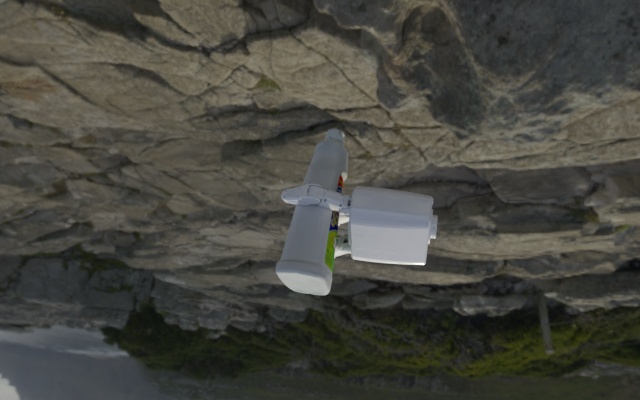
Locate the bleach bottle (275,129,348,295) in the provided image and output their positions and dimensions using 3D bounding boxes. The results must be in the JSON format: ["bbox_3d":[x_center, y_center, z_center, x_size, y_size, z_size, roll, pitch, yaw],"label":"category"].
[{"bbox_3d":[0.000,0.002,0.692,0.068,0.250,0.103,5,-26,13],"label":"bleach bottle"}]
